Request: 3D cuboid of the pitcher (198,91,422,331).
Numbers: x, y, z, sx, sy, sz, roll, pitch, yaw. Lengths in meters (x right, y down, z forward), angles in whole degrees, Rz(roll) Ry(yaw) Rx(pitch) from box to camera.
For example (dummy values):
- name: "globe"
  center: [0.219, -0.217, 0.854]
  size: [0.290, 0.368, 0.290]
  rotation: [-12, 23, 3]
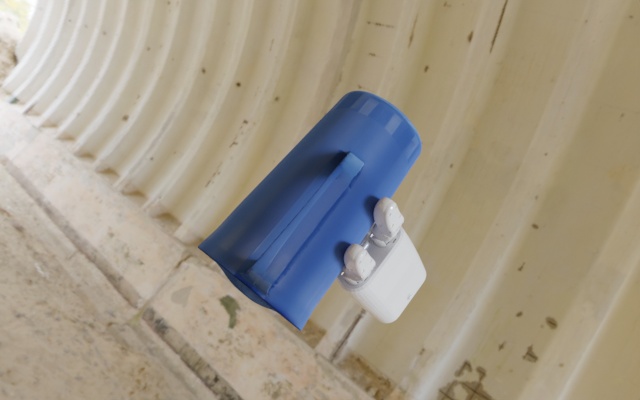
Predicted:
- name: "pitcher"
  center: [0.000, 0.002, 0.496]
  size: [0.149, 0.243, 0.145]
  rotation: [26, -18, 44]
